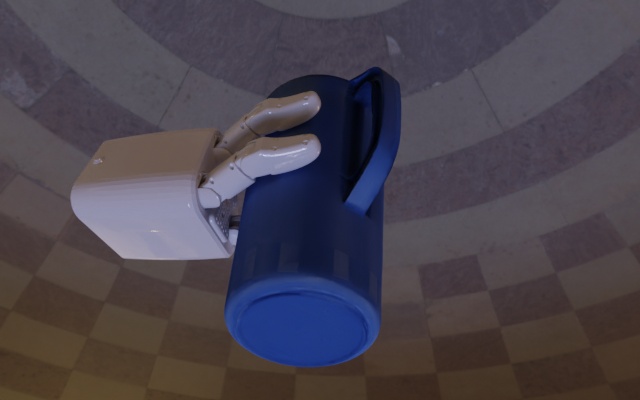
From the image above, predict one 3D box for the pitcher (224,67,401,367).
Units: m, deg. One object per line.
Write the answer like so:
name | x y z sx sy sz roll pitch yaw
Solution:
pitcher | 0.000 0.001 0.402 0.145 0.149 0.242 -4 42 8
